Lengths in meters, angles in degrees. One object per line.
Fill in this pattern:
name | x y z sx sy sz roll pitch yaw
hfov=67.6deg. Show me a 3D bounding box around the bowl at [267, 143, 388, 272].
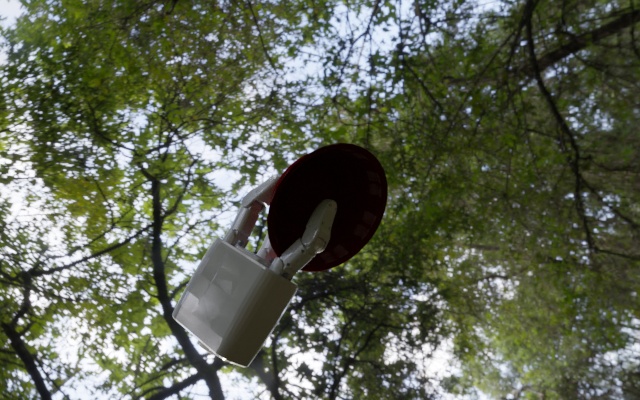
bowl | 0.001 0.001 0.570 0.162 0.162 0.055 0 23 -33
